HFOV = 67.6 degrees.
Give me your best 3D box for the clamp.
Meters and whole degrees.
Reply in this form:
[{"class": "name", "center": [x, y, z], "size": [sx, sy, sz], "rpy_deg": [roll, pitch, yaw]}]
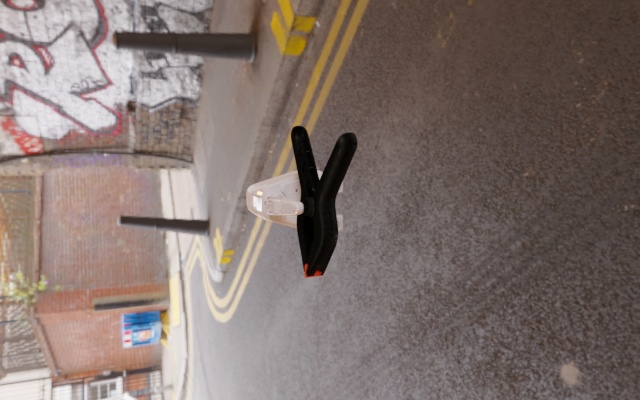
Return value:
[{"class": "clamp", "center": [-0.001, 0.003, 0.630], "size": [0.036, 0.210, 0.164], "rpy_deg": [-2, 5, -25]}]
